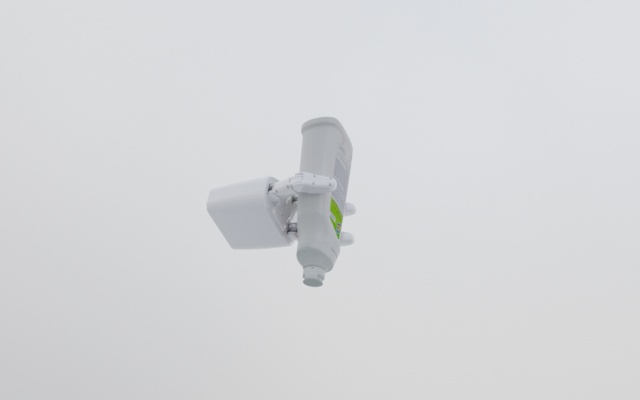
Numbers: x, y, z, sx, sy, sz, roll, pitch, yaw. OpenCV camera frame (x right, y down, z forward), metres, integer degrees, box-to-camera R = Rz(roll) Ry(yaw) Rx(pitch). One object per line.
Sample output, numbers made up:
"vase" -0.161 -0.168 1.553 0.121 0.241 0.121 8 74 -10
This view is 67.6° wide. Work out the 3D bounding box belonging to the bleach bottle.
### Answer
"bleach bottle" 0.000 0.002 0.706 0.068 0.250 0.103 -8 -35 23
